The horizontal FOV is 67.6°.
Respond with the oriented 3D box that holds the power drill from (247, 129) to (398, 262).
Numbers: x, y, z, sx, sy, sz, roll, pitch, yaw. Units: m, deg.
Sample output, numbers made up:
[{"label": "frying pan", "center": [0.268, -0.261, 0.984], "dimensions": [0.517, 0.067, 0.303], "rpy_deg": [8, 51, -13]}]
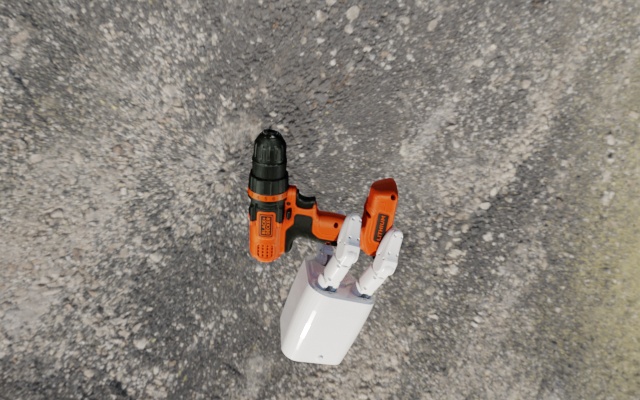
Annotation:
[{"label": "power drill", "center": [0.001, 0.002, 0.613], "dimensions": [0.187, 0.184, 0.057], "rpy_deg": [5, 32, -2]}]
